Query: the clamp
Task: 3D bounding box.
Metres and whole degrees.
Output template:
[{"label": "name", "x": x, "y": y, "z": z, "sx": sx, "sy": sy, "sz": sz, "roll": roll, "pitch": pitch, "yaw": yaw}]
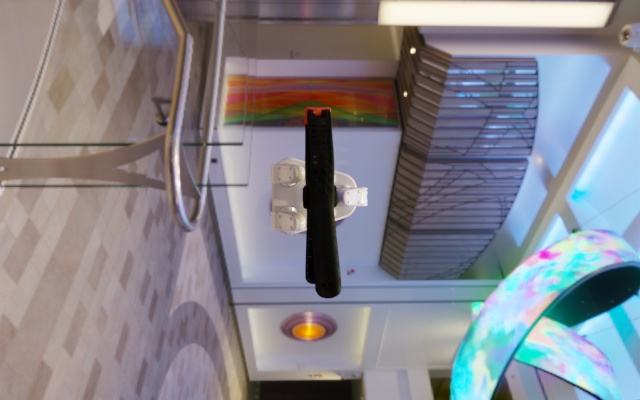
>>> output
[{"label": "clamp", "x": 0.001, "y": 0.001, "z": 0.517, "sx": 0.036, "sy": 0.210, "sz": 0.164, "roll": -1, "pitch": 2, "yaw": -7}]
